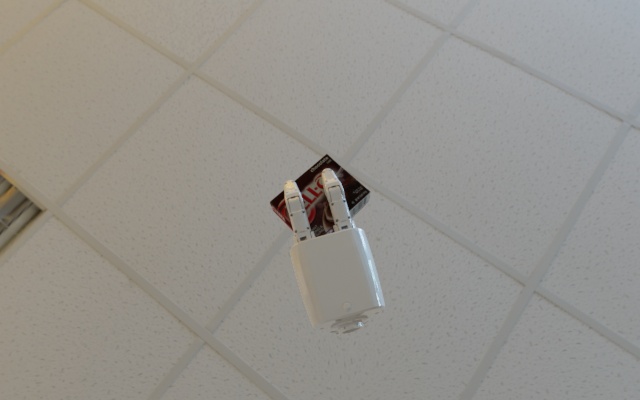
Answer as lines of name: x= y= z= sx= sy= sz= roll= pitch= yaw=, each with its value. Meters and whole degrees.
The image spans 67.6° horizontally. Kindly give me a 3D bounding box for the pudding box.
pudding box: x=0.000 y=0.002 z=0.671 sx=0.113 sy=0.090 sz=0.039 roll=-41 pitch=-22 yaw=-16
